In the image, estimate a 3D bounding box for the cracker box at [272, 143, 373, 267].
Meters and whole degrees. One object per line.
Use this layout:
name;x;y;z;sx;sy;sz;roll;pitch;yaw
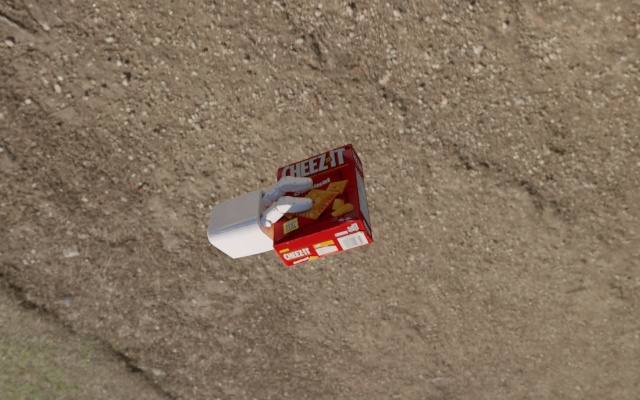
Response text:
cracker box;0.000;0.003;0.886;0.164;0.213;0.072;-17;-48;14
